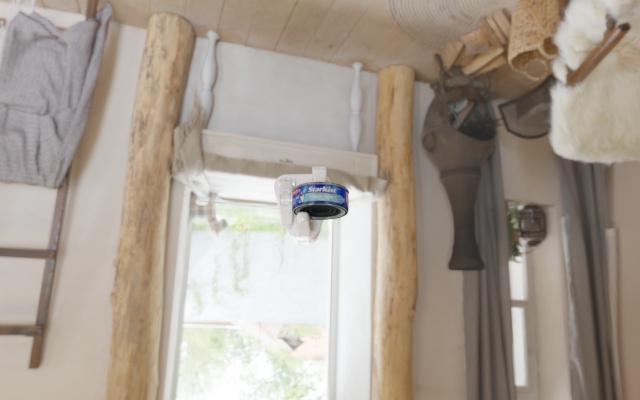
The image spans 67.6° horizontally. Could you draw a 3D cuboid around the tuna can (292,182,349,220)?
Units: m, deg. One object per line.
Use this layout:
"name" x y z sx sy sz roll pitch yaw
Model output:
"tuna can" 0.000 0.003 0.712 0.086 0.033 0.086 1 -18 0
